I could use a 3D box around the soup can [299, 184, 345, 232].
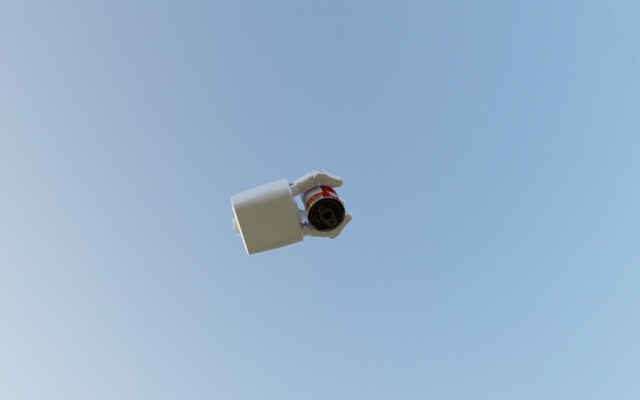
[{"bbox_3d":[0.001,0.002,0.870,0.068,0.068,0.102,0,27,-13],"label":"soup can"}]
